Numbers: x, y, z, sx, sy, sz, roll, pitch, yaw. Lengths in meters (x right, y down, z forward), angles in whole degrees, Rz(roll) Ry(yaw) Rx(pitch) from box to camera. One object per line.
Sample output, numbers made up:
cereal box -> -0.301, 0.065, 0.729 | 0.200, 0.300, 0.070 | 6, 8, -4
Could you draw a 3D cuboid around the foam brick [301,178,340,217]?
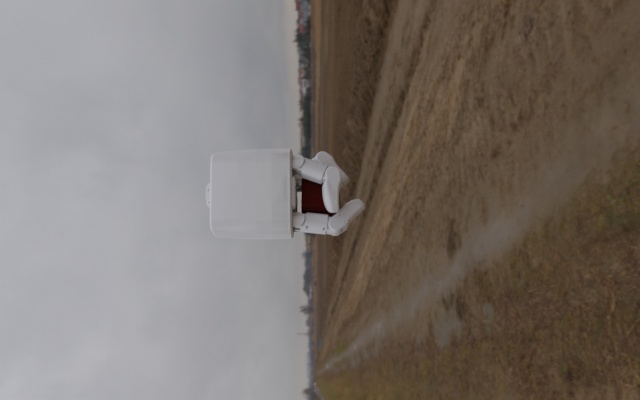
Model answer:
foam brick -> 0.000, 0.002, 0.663 | 0.051, 0.053, 0.078 | 0, -24, 0
